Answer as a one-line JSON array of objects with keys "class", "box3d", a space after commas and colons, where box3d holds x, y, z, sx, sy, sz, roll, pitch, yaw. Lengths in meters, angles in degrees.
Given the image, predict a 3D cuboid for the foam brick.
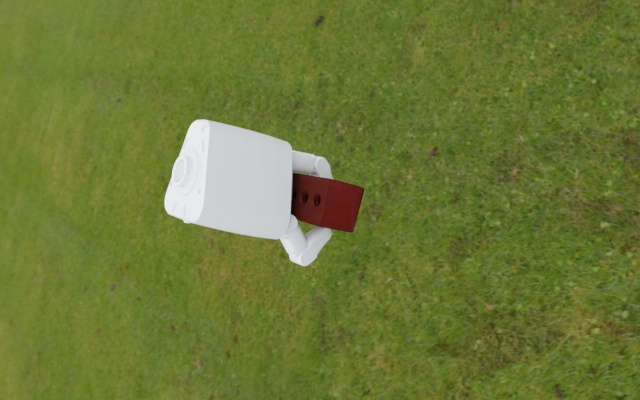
[{"class": "foam brick", "box3d": [0.000, 0.002, 0.539, 0.051, 0.053, 0.078, 14, -2, -40]}]
